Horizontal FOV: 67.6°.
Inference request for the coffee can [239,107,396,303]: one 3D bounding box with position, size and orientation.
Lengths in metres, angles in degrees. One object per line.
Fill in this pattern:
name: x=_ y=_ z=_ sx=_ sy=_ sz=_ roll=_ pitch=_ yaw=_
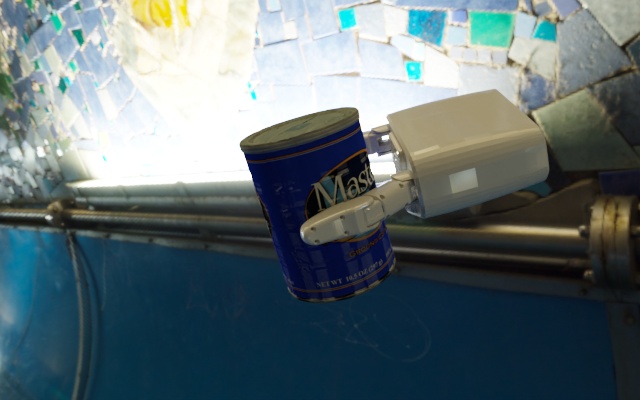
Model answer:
coffee can: x=0.000 y=0.001 z=0.415 sx=0.103 sy=0.140 sz=0.102 roll=-15 pitch=18 yaw=5
